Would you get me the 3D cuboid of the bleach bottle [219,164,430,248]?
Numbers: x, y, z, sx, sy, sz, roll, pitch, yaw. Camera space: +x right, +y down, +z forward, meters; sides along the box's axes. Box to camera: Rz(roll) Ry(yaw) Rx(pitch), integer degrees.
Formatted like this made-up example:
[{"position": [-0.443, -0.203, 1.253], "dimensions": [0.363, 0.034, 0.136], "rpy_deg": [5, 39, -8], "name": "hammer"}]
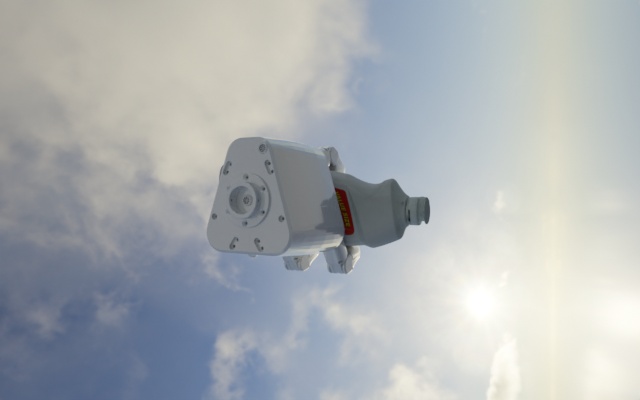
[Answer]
[{"position": [0.000, 0.002, 0.558], "dimensions": [0.251, 0.102, 0.068], "rpy_deg": [0, -1, 26], "name": "bleach bottle"}]
